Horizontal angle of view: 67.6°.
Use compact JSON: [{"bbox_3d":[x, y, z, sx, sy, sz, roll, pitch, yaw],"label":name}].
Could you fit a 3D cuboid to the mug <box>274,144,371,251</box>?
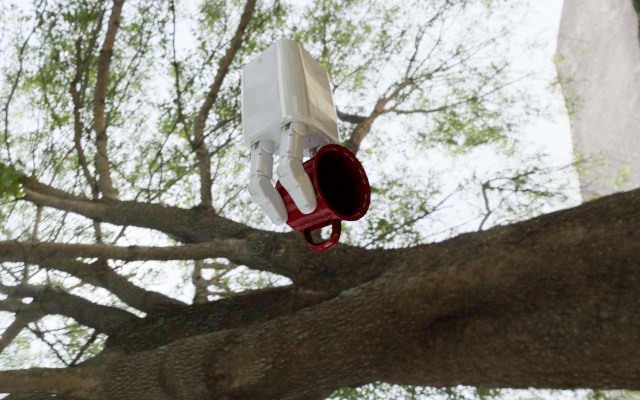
[{"bbox_3d":[0.000,0.003,0.560,0.093,0.117,0.081,14,-27,-42],"label":"mug"}]
